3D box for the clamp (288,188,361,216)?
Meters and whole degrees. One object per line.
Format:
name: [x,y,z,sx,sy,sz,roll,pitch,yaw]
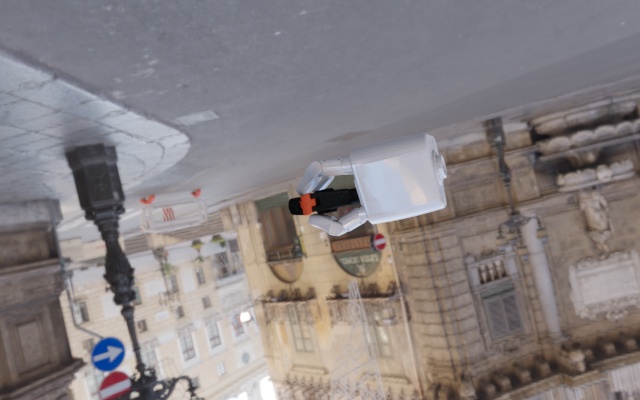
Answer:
clamp: [0.000,0.003,0.724,0.164,0.036,0.210,-11,0,22]
